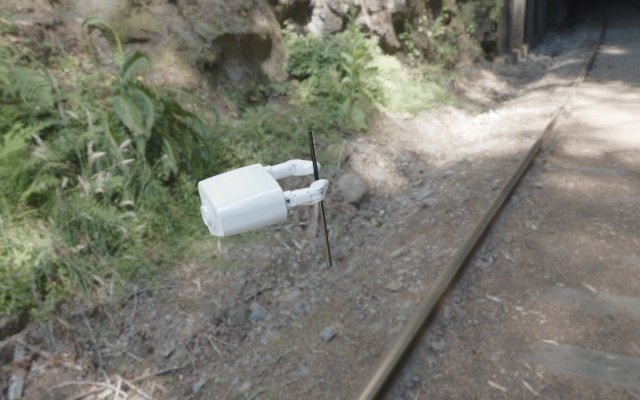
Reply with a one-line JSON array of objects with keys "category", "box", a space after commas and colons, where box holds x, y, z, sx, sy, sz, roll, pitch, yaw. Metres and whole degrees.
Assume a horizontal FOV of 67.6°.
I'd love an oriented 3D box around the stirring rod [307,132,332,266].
[{"category": "stirring rod", "box": [0.000, 0.003, 0.803, 0.011, 0.240, 0.011, -8, 20, 3]}]
